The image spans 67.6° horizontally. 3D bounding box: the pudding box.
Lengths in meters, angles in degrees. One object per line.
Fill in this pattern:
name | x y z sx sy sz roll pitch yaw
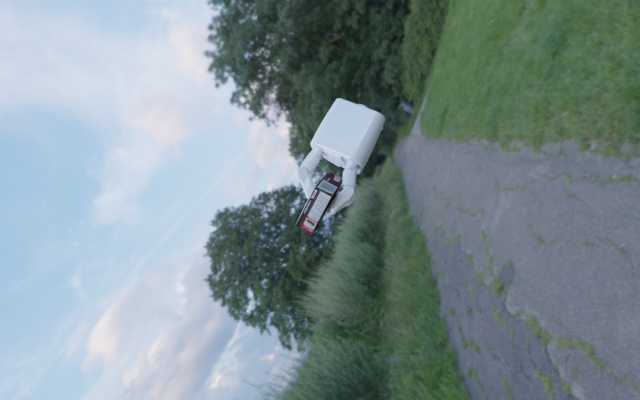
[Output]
pudding box | 0.000 0.003 0.894 0.039 0.090 0.113 29 21 5
